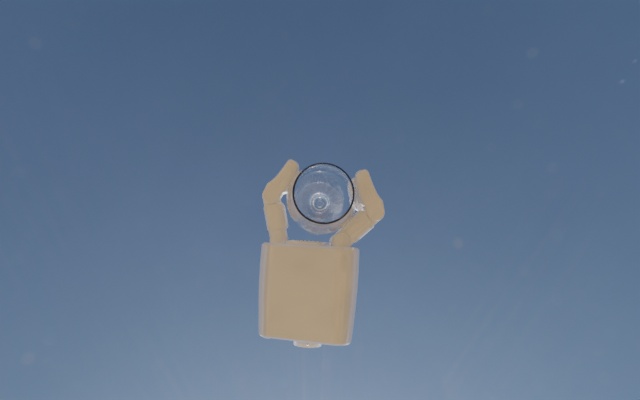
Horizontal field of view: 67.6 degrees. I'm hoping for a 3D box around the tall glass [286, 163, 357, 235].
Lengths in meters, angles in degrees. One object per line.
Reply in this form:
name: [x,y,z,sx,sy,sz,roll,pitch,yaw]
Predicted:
tall glass: [0.000,0.002,0.569,0.079,0.079,0.201,0,-5,-2]
